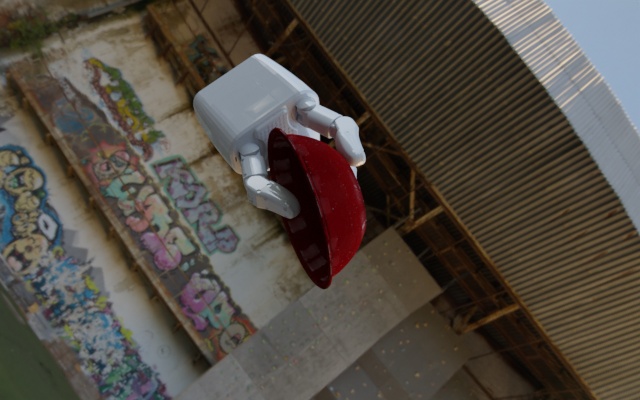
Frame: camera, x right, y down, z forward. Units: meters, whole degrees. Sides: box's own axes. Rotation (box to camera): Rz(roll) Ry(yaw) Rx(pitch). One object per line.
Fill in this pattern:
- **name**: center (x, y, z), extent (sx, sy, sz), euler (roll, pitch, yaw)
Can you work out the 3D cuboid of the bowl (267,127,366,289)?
- **bowl**: center (0.001, 0.002, 0.468), extent (0.055, 0.162, 0.162), euler (-17, 5, -16)
